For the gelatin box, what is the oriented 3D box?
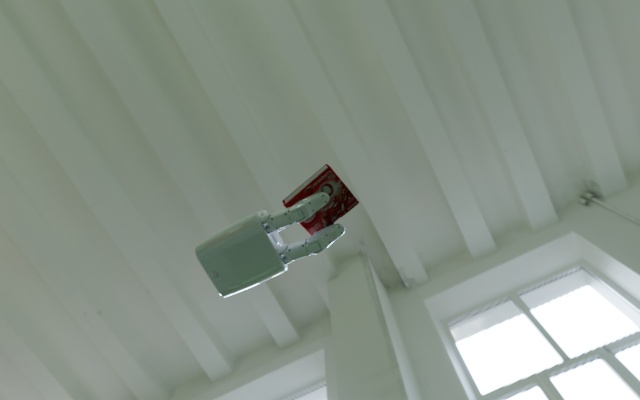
[{"bbox_3d":[0.000,0.002,0.706,0.089,0.073,0.030,-40,17,1],"label":"gelatin box"}]
